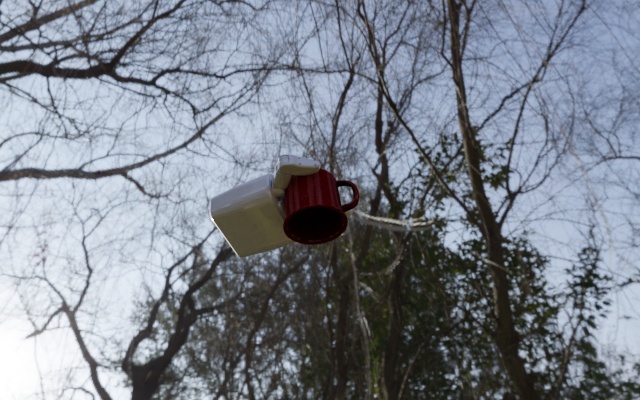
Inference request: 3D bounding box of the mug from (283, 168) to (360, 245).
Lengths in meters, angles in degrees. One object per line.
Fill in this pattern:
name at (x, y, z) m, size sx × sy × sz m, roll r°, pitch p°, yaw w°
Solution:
mug at (0.001, 0.002, 0.703) m, size 0.117 × 0.081 × 0.093 m, roll -19°, pitch -41°, yaw 13°
